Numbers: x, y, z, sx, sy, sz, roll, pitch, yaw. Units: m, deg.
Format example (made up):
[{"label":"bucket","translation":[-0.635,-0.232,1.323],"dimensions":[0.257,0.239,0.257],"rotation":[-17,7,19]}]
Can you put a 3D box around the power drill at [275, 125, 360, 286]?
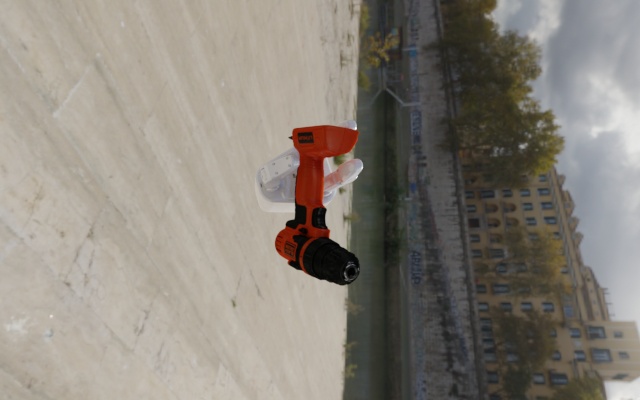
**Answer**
[{"label":"power drill","translation":[0.000,0.001,0.601],"dimensions":[0.057,0.187,0.184],"rotation":[7,3,-30]}]
